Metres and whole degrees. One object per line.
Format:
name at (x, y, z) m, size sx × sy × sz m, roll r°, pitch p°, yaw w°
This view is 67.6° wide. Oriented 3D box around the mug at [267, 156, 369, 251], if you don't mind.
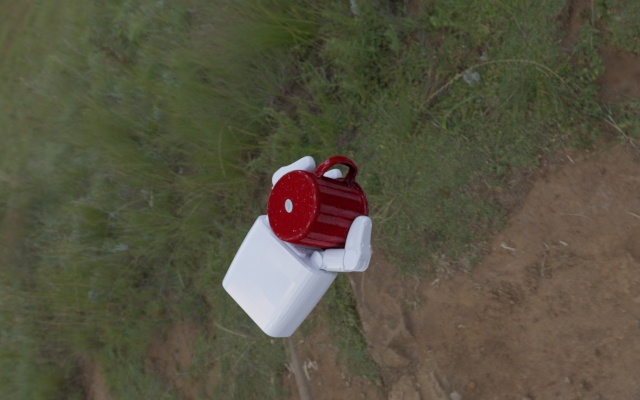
mug at (0.001, 0.001, 0.541) m, size 0.081 × 0.117 × 0.093 m, roll 13°, pitch 25°, yaw -46°
